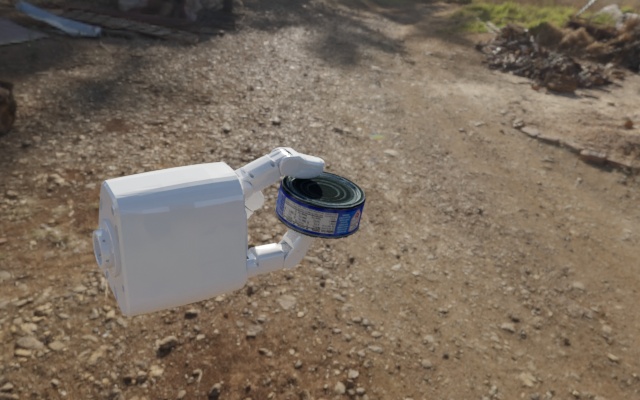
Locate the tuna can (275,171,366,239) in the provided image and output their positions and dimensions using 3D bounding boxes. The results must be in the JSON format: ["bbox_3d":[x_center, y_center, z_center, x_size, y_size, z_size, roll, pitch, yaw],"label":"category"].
[{"bbox_3d":[0.000,0.001,0.469,0.086,0.034,0.086,10,25,-5],"label":"tuna can"}]
